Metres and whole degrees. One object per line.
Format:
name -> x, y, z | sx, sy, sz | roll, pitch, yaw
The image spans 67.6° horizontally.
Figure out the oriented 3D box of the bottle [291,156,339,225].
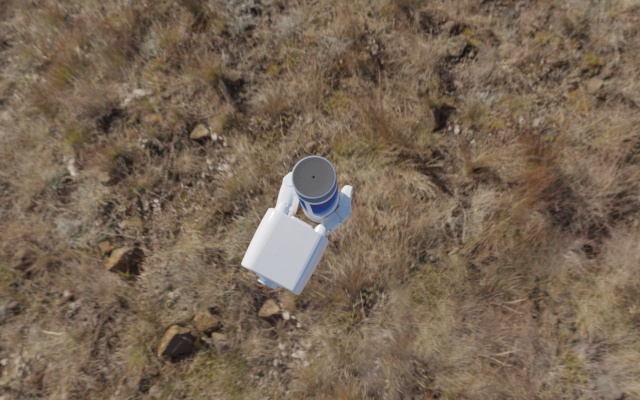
bottle -> 0.000, 0.003, 0.839 | 0.069, 0.069, 0.296 | 0, -15, 4
